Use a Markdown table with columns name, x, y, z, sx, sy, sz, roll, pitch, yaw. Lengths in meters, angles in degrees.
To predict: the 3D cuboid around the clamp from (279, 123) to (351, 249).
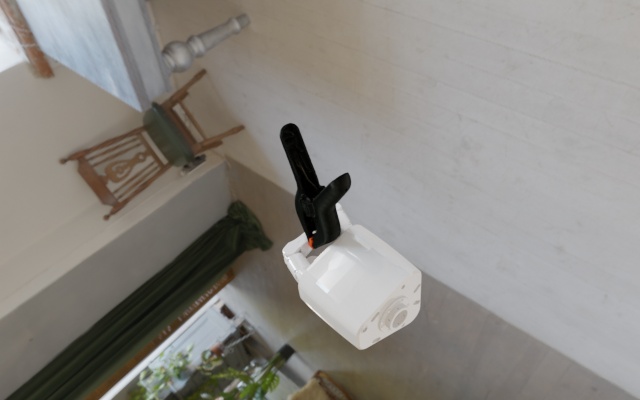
| name | x | y | z | sx | sy | sz | roll | pitch | yaw |
| --- | --- | --- | --- | --- | --- | --- | --- | --- | --- |
| clamp | 0.000 | 0.002 | 0.568 | 0.039 | 0.172 | 0.120 | -25 | 42 | -16 |
